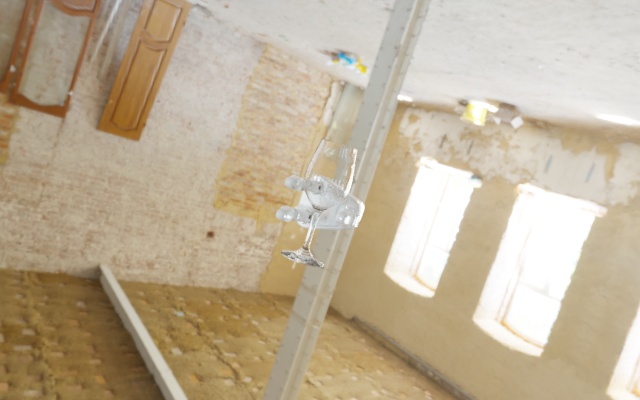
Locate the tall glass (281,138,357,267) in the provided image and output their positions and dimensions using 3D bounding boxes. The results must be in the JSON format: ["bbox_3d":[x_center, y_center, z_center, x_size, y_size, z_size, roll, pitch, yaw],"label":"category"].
[{"bbox_3d":[0.000,0.003,0.786,0.079,0.201,0.079,18,5,-2],"label":"tall glass"}]
